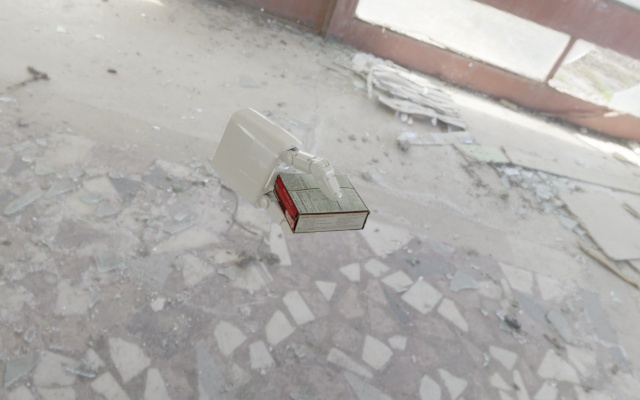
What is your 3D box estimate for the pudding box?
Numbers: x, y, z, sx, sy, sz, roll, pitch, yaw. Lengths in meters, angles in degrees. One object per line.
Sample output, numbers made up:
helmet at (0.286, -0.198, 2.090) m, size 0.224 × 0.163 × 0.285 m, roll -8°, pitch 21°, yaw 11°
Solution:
pudding box at (0.000, 0.002, 0.669) m, size 0.113 × 0.039 × 0.090 m, roll -3°, pitch 42°, yaw -26°
